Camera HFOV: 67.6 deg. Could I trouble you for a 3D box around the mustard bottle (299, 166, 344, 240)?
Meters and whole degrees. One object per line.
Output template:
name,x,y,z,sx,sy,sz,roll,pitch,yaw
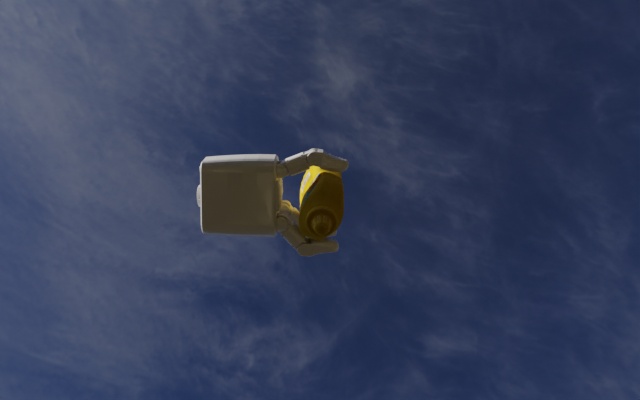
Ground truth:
mustard bottle,0.000,0.002,0.689,0.058,0.096,0.191,23,19,-9
